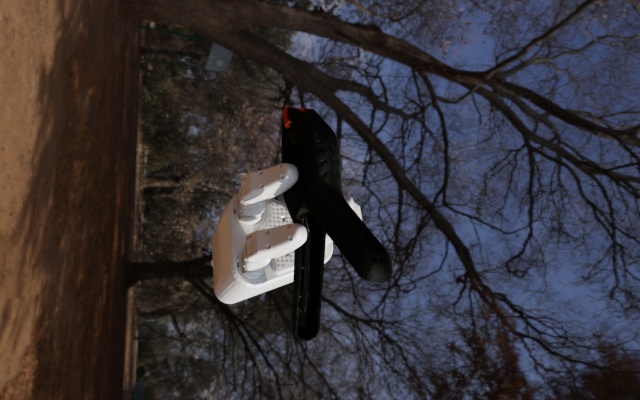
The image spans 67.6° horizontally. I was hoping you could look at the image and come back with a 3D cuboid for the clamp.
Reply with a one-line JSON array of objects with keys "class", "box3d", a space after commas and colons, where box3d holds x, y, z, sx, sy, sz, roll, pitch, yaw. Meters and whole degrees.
[{"class": "clamp", "box3d": [0.001, 0.001, 0.403, 0.036, 0.210, 0.165, 1, -23, -24]}]
